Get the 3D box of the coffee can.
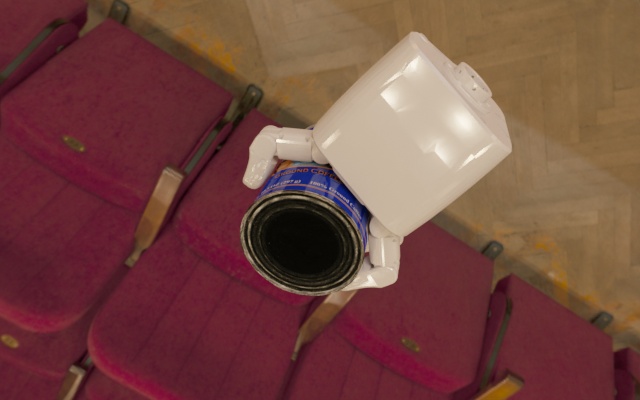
[{"bbox_3d":[0.000,0.001,0.435,0.103,0.103,0.140,0,31,15],"label":"coffee can"}]
